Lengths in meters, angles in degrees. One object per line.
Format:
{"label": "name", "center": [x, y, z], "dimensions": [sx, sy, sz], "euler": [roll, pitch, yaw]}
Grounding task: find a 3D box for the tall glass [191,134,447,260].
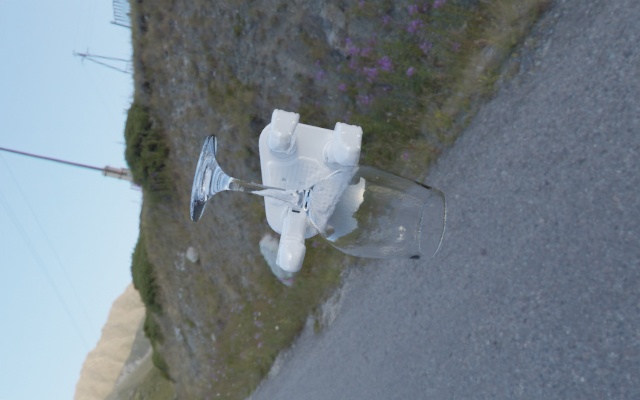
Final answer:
{"label": "tall glass", "center": [-0.001, 0.001, 0.404], "dimensions": [0.201, 0.079, 0.079], "euler": [12, -1, -5]}
